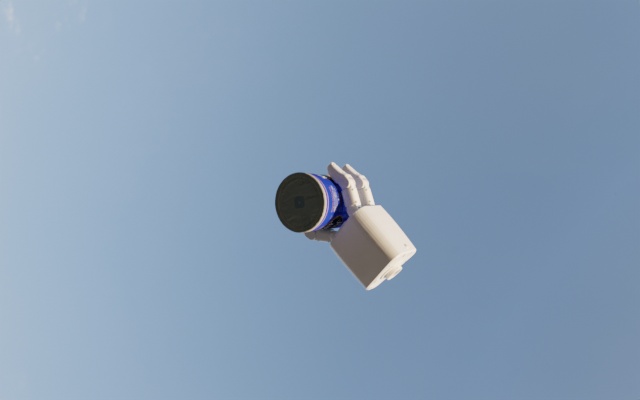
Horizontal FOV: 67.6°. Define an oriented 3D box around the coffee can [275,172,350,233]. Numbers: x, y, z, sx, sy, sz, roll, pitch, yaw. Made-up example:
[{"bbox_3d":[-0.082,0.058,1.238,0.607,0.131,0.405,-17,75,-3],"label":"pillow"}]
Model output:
[{"bbox_3d":[0.000,0.003,0.862,0.103,0.103,0.140,0,1,32],"label":"coffee can"}]
